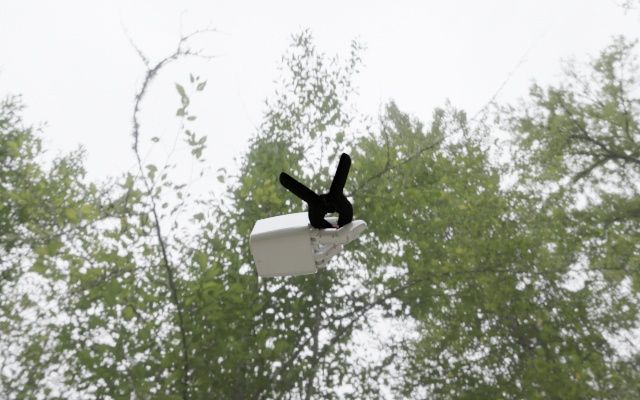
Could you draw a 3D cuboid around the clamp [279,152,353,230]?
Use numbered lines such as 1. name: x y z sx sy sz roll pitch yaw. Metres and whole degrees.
1. clamp: 0.000 0.002 0.813 0.120 0.172 0.039 -7 33 4
